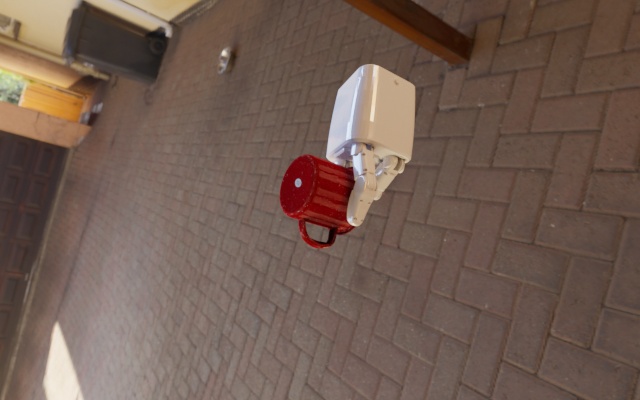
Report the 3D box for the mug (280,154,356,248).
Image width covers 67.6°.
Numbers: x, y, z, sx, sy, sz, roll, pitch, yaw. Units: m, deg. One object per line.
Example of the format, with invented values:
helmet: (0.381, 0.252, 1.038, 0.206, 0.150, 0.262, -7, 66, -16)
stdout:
mug: (0.000, 0.003, 0.604, 0.081, 0.117, 0.093, 17, -16, -34)
